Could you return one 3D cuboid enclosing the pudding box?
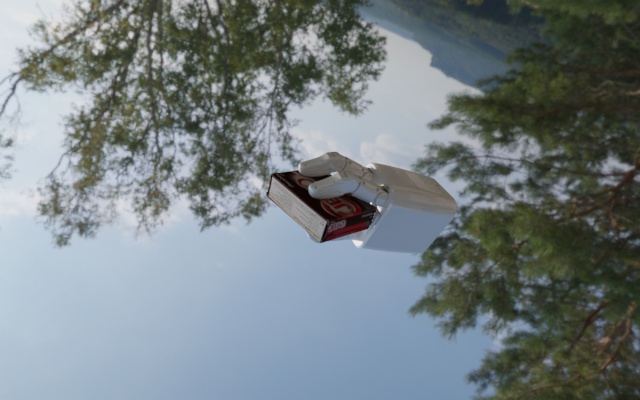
[{"bbox_3d":[0.000,0.002,0.608,0.090,0.039,0.113,-11,38,-45],"label":"pudding box"}]
